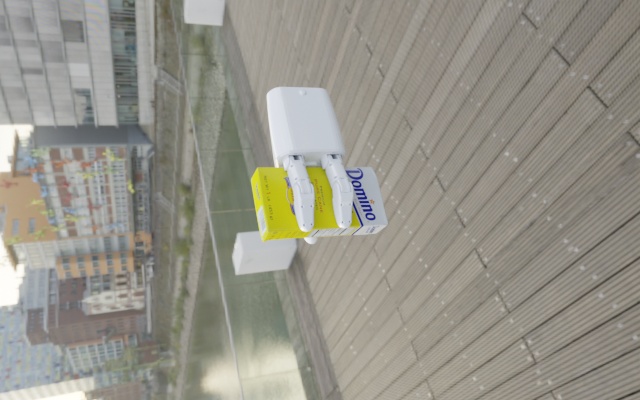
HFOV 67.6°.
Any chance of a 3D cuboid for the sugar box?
[{"bbox_3d":[0.000,0.002,0.654,0.176,0.093,0.048,-4,-22,-22],"label":"sugar box"}]
